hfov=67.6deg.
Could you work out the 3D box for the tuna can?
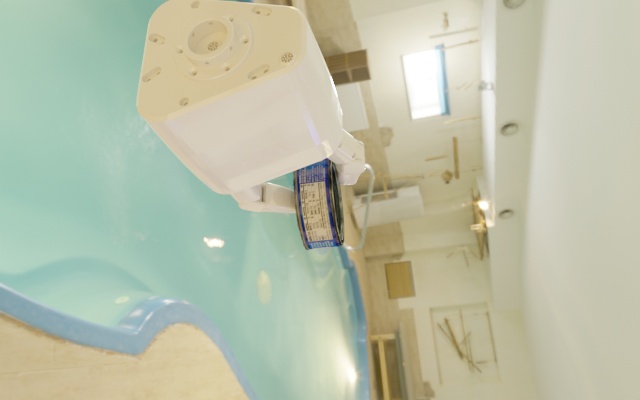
[{"bbox_3d":[0.001,0.001,0.437,0.034,0.086,0.086,-6,-1,7],"label":"tuna can"}]
